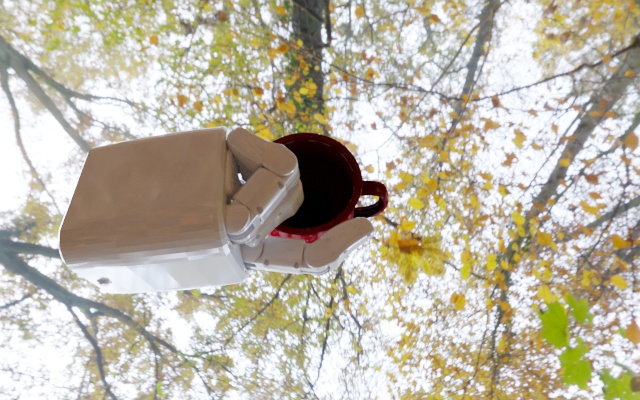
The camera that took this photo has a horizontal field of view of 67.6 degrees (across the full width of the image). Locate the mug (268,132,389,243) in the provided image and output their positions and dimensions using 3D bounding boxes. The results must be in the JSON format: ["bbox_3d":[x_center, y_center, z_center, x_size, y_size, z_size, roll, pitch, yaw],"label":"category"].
[{"bbox_3d":[0.002,0.001,0.414,0.117,0.093,0.081,-4,-27,0],"label":"mug"}]
